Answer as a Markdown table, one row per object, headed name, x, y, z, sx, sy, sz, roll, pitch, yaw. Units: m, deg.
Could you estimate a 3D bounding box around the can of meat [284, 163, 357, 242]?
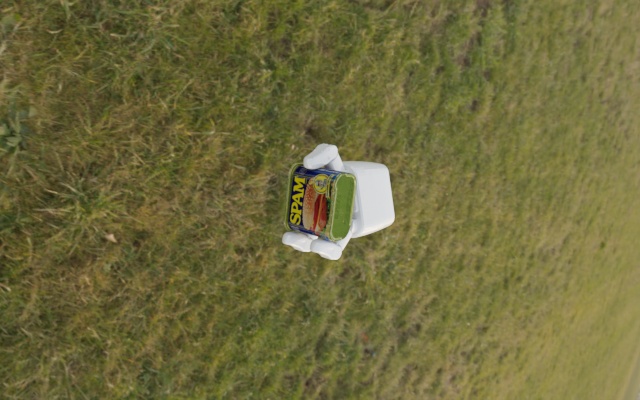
| name | x | y | z | sx | sy | sz | roll | pitch | yaw |
| --- | --- | --- | --- | --- | --- | --- | --- | --- | --- |
| can of meat | 0.000 | 0.002 | 0.683 | 0.084 | 0.102 | 0.057 | 13 | 11 | 36 |
